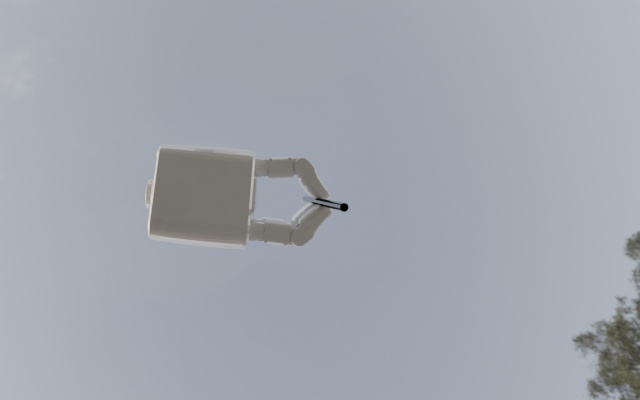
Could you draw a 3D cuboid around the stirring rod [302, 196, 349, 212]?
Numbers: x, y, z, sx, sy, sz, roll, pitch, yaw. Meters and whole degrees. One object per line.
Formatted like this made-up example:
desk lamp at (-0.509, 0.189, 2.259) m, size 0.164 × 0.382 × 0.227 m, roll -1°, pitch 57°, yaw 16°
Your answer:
stirring rod at (0.000, 0.002, 0.544) m, size 0.011 × 0.011 × 0.239 m, roll 0°, pitch 2°, yaw -10°
